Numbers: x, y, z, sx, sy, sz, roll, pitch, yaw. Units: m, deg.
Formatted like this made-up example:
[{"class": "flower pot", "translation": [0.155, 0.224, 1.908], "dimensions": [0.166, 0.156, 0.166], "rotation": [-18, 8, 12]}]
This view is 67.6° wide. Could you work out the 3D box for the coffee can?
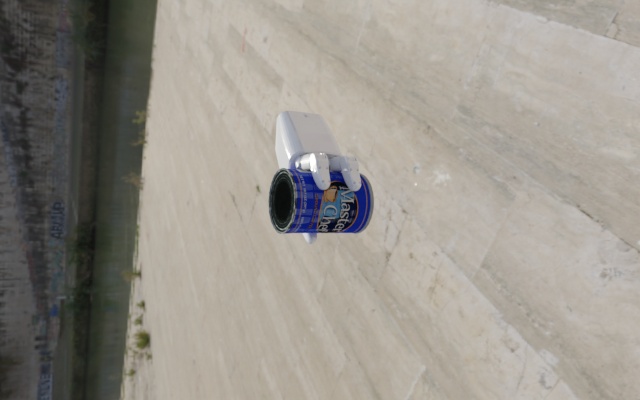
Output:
[{"class": "coffee can", "translation": [0.000, 0.003, 0.771], "dimensions": [0.140, 0.103, 0.103], "rotation": [2, -1, -29]}]
